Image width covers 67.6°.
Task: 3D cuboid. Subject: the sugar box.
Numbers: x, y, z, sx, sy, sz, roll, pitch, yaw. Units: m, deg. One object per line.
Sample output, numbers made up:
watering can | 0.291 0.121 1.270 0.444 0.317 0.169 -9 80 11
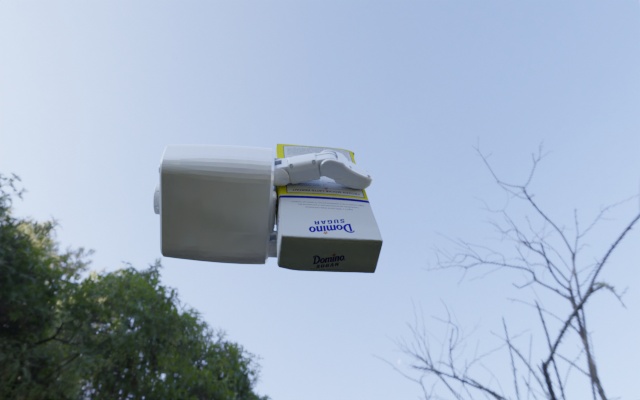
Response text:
sugar box | 0.000 0.002 0.493 0.093 0.048 0.176 4 35 -8
